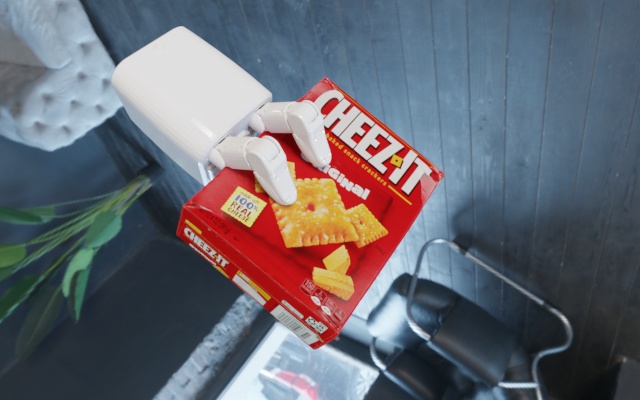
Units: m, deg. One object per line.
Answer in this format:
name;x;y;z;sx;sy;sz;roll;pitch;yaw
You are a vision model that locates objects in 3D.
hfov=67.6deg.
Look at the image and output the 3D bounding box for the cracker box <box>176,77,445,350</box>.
cracker box;0.000;0.002;0.455;0.213;0.164;0.072;-49;-1;-33
